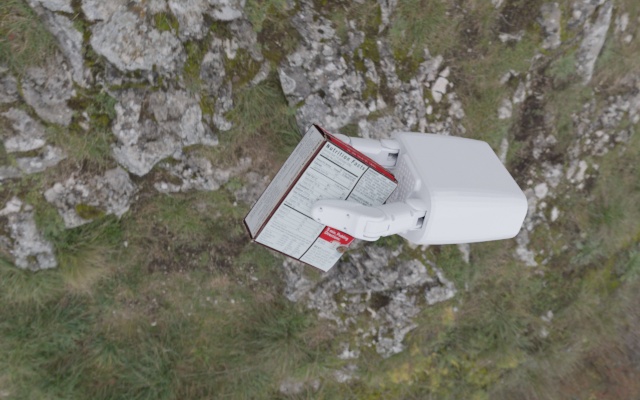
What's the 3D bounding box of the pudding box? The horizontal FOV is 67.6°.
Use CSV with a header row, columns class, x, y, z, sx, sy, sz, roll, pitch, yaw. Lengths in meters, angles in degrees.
class,x,y,z,sx,sy,sz,roll,pitch,yaw
pudding box,0.000,0.001,0.422,0.090,0.113,0.039,29,15,-32
